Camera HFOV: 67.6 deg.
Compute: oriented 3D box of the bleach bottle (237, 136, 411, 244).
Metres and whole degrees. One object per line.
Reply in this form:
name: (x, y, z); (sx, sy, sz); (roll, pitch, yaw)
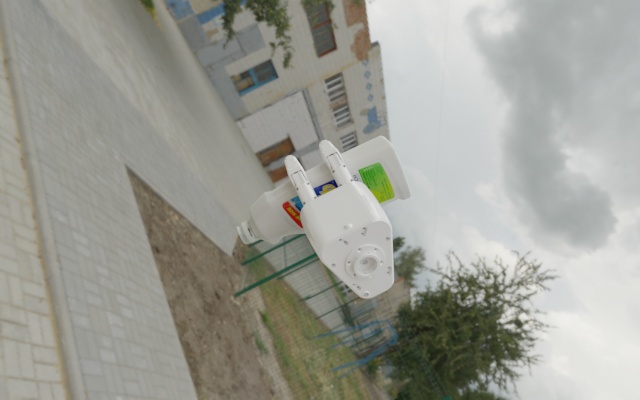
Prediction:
bleach bottle: (0.000, 0.002, 0.701); (0.251, 0.103, 0.068); (-26, 28, -1)
